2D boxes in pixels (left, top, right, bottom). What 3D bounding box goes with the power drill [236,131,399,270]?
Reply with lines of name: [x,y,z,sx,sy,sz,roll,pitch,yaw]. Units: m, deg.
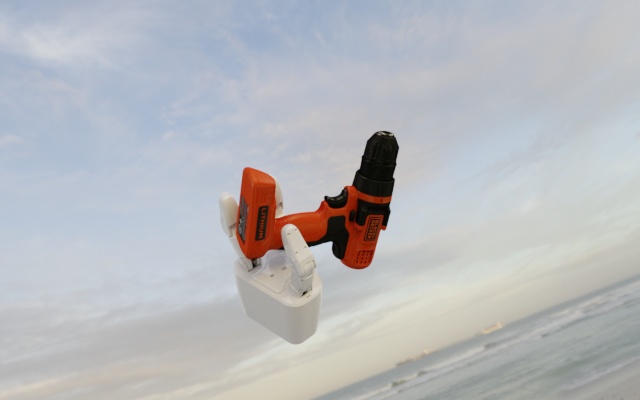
power drill: [0.000,0.002,0.571,0.187,0.184,0.057,1,23,-23]
